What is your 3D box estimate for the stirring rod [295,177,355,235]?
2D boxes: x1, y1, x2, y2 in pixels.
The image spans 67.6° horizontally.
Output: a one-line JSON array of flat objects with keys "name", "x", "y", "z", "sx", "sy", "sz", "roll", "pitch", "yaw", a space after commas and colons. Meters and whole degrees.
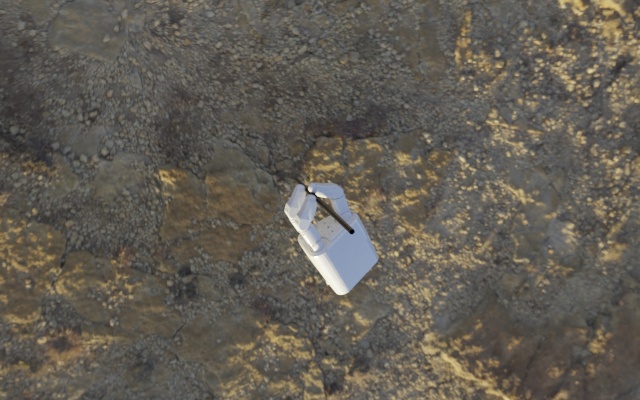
[{"name": "stirring rod", "x": 0.000, "y": 0.002, "z": 0.759, "sx": 0.011, "sy": 0.011, "sz": 0.239, "roll": 0, "pitch": 20, "yaw": -23}]
